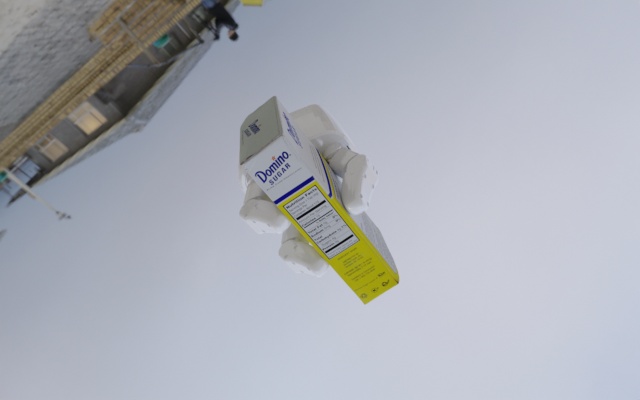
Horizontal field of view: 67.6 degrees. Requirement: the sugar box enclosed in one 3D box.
[{"bbox_3d":[0.000,0.002,0.414,0.048,0.176,0.093,-36,28,12],"label":"sugar box"}]
